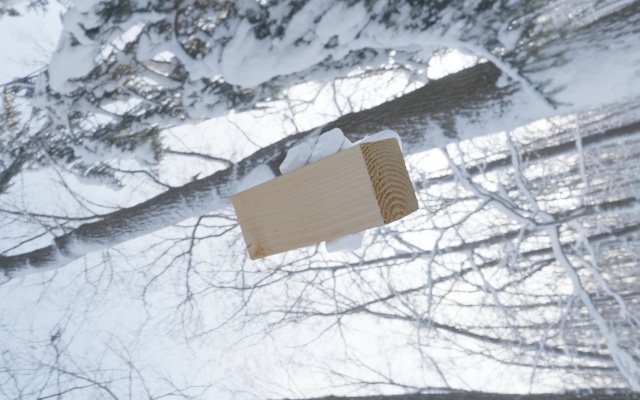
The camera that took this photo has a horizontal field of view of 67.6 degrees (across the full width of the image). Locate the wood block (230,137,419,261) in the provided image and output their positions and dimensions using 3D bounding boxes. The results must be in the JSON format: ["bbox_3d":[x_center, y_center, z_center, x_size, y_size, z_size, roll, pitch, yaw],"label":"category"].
[{"bbox_3d":[0.000,0.002,0.582,0.206,0.091,0.090,-19,-1,37],"label":"wood block"}]
